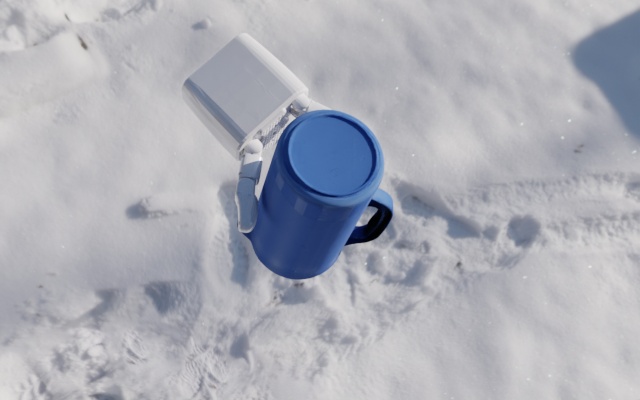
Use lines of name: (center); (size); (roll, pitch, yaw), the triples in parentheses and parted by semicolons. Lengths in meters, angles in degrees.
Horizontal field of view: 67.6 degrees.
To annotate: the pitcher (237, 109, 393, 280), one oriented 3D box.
pitcher: (0.000, 0.002, 0.563); (0.149, 0.145, 0.243); (-37, -11, -23)
